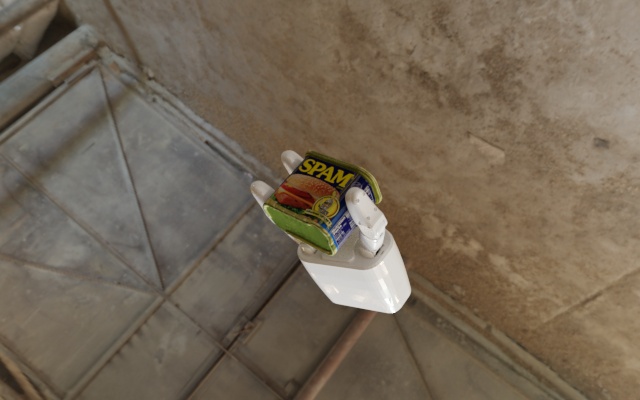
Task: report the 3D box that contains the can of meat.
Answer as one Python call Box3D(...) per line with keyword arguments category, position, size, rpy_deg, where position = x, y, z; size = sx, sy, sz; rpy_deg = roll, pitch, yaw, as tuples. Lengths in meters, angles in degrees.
Box3D(category="can of meat", position=(0.000, 0.002, 0.518), size=(0.102, 0.084, 0.057), rpy_deg=(23, -28, 37))
